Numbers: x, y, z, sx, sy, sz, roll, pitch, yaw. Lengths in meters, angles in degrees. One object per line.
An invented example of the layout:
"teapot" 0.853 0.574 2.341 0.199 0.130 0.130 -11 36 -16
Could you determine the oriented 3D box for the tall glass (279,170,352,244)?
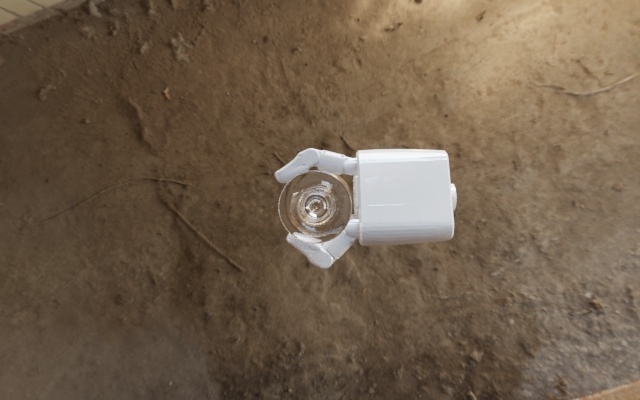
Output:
"tall glass" 0.000 0.002 0.578 0.079 0.079 0.201 0 3 3
